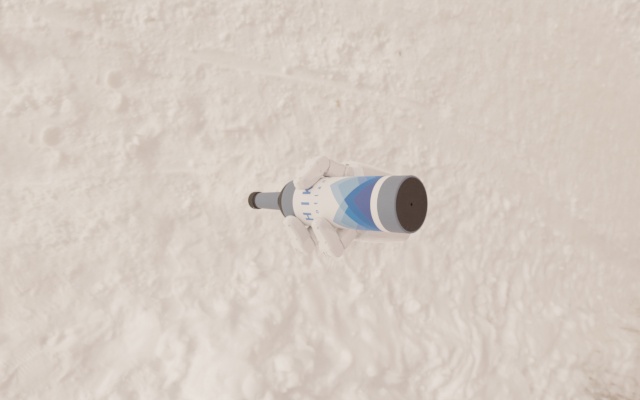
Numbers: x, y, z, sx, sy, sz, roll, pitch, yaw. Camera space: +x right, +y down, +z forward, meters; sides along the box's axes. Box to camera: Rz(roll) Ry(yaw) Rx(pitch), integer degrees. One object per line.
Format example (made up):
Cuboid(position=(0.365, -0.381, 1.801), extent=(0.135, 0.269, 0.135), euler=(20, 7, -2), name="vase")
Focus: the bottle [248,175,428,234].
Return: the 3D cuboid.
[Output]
Cuboid(position=(0.000, 0.002, 0.643), extent=(0.069, 0.069, 0.295), euler=(0, 1, -45), name="bottle")
